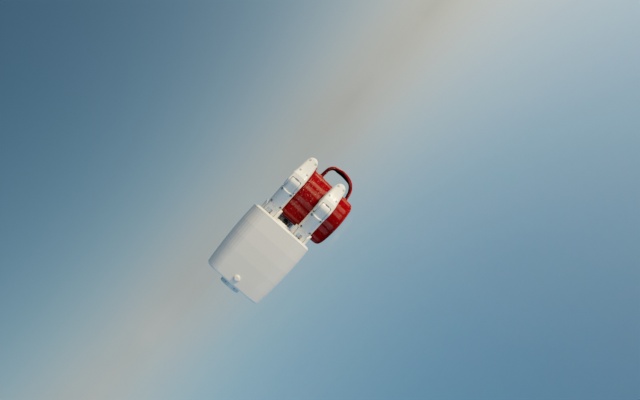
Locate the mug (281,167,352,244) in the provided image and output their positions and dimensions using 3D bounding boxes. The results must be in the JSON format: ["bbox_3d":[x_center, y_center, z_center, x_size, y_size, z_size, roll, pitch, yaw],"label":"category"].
[{"bbox_3d":[0.001,0.001,0.725,0.081,0.117,0.093,43,-6,-5],"label":"mug"}]
